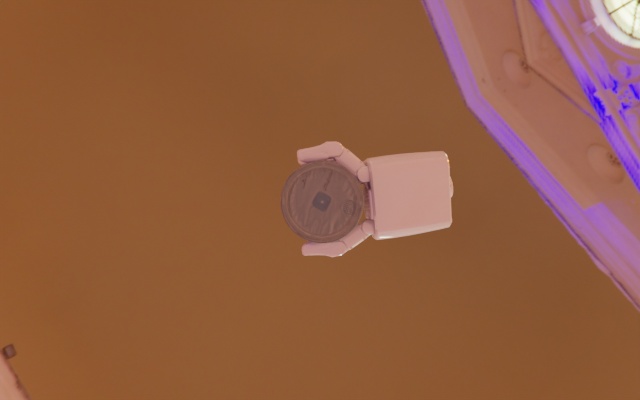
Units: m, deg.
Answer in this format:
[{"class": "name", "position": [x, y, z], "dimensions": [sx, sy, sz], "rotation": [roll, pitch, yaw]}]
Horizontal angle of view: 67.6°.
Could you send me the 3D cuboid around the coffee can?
[{"class": "coffee can", "position": [0.000, 0.002, 0.655], "dimensions": [0.103, 0.103, 0.140], "rotation": [0, 0, -2]}]
